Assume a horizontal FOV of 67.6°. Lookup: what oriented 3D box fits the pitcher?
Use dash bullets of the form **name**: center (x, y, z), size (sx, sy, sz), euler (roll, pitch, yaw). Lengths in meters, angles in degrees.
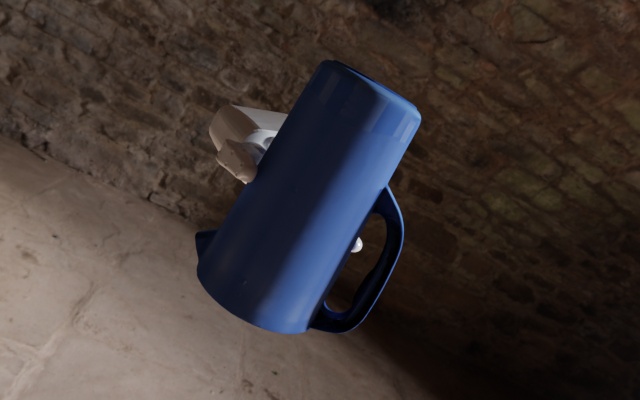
- **pitcher**: center (0.000, 0.001, 0.462), size (0.149, 0.243, 0.145), euler (21, 15, -36)
